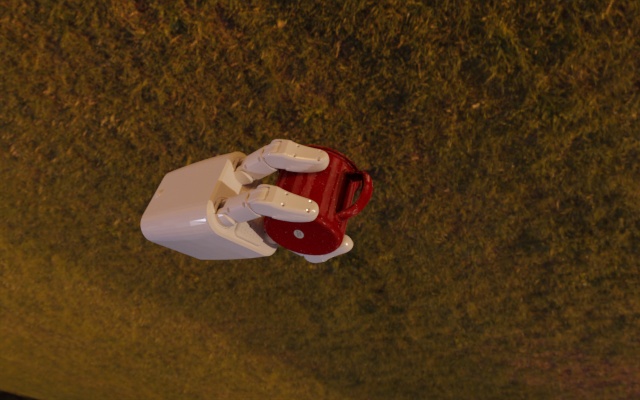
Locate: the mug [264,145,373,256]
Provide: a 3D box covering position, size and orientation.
[{"bbox_3d":[0.001,0.002,0.486,0.117,0.081,0.093,-10,-42,32],"label":"mug"}]
